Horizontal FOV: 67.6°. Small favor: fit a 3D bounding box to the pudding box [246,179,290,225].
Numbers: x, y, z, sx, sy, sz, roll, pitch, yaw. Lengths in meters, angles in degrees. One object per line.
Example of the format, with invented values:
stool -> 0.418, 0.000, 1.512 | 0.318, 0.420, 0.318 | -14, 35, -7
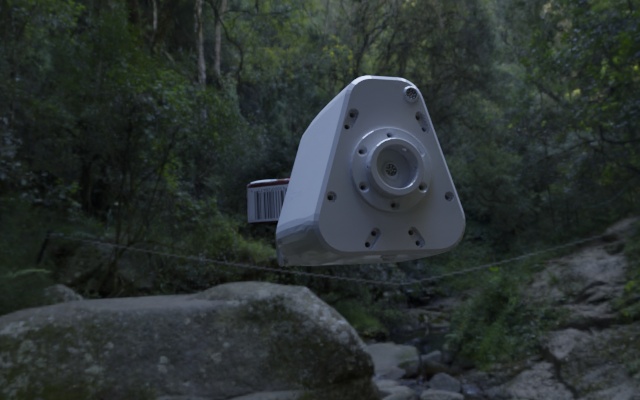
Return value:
pudding box -> 0.000, 0.001, 0.437 | 0.113, 0.039, 0.090 | -3, -5, 13
